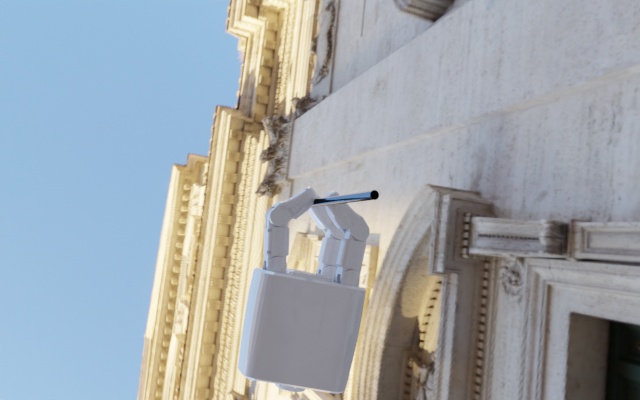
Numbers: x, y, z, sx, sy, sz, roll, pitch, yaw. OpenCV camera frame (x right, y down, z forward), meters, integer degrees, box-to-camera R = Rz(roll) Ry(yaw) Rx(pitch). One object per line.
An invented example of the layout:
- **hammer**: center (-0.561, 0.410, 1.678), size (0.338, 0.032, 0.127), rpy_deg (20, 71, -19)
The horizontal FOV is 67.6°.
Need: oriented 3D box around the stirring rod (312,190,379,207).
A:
- **stirring rod**: center (0.000, 0.002, 0.493), size (0.011, 0.011, 0.239), rpy_deg (0, -3, -21)
